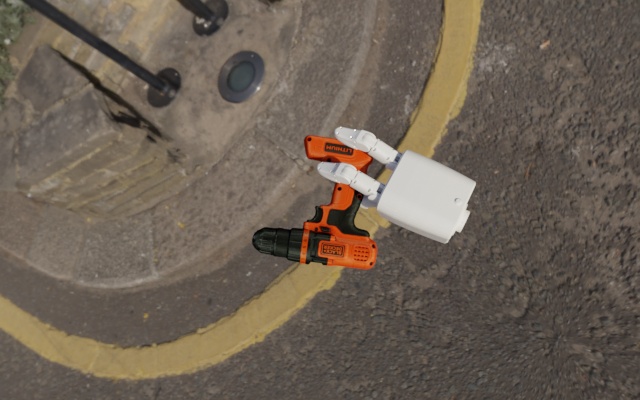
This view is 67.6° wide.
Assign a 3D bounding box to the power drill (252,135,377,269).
[{"bbox_3d":[0.000,0.002,0.708,0.184,0.187,0.057,8,-2,-2],"label":"power drill"}]
